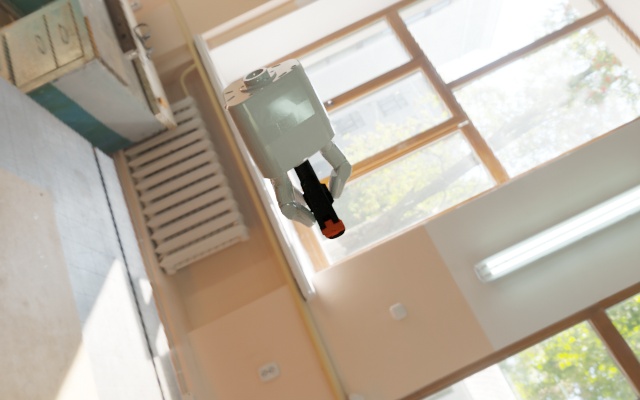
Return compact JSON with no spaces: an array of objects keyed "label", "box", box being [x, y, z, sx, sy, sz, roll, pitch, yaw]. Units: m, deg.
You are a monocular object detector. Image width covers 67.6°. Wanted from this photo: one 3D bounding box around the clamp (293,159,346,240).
[{"label":"clamp","box":[0.001,0.002,0.665,0.036,0.165,0.210,-28,32,1]}]
